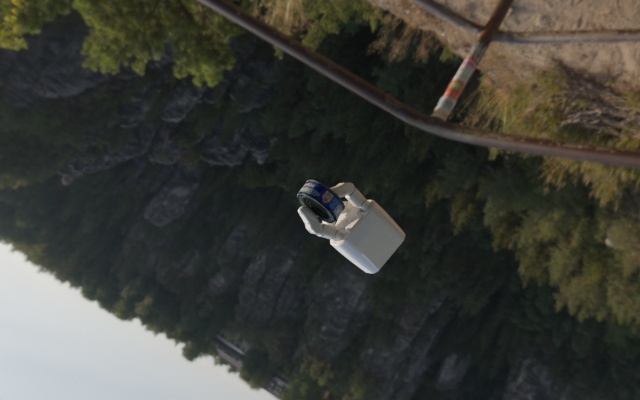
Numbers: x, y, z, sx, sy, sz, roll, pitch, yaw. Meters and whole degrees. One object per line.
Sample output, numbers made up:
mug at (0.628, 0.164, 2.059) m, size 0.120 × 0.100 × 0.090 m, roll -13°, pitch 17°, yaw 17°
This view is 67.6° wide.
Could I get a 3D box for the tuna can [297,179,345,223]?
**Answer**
tuna can at (0.000, 0.003, 0.863) m, size 0.086 × 0.033 × 0.086 m, roll 33°, pitch -19°, yaw 13°
